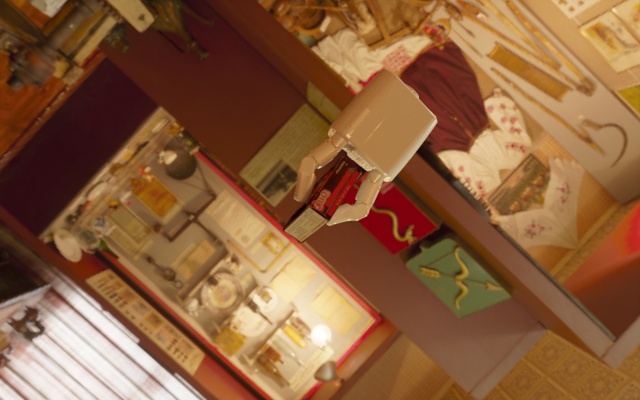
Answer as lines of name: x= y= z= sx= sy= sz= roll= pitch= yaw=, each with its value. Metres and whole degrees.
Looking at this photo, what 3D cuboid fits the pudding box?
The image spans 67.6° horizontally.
pudding box: x=0.000 y=0.002 z=0.643 sx=0.039 sy=0.090 sz=0.113 roll=37 pitch=-29 yaw=-3
